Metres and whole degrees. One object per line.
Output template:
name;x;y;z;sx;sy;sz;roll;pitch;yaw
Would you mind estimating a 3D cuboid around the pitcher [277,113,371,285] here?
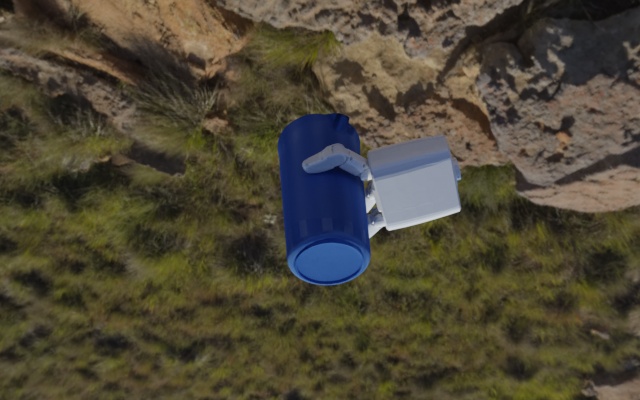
pitcher;0.000;0.002;0.694;0.145;0.242;0.149;-14;-45;10
